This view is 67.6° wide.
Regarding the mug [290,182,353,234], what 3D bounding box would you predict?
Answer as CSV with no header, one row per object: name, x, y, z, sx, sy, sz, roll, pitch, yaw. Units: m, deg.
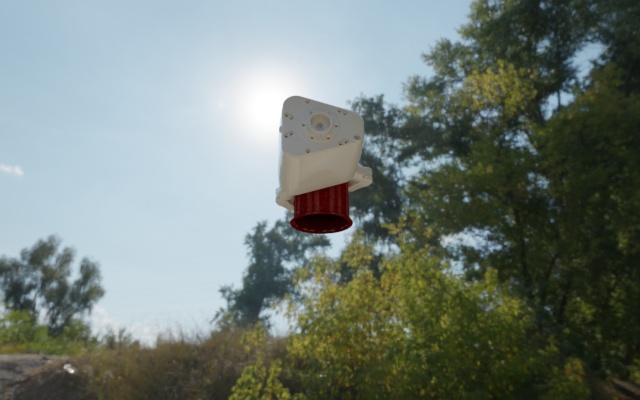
mug,0.000,0.003,0.730,0.093,0.081,0.117,2,-23,-6
